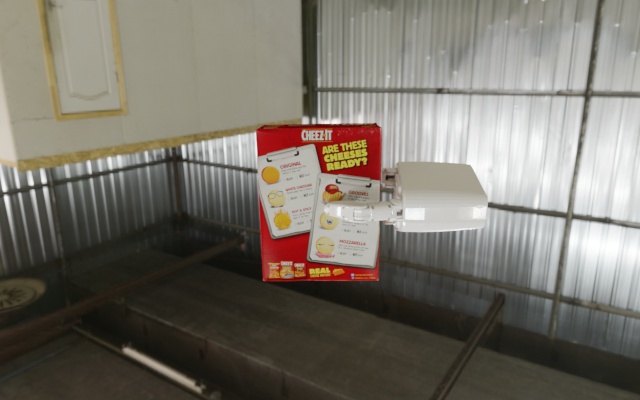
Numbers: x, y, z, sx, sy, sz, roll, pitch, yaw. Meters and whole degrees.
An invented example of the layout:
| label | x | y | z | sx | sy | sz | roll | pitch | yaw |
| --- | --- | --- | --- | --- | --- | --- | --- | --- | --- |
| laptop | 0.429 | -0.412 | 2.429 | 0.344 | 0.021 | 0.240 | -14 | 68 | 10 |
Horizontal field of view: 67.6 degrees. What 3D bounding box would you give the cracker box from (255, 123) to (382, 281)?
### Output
| label | x | y | z | sx | sy | sz | roll | pitch | yaw |
| --- | --- | --- | --- | --- | --- | --- | --- | --- | --- |
| cracker box | 0.000 | 0.002 | 0.664 | 0.164 | 0.214 | 0.072 | -1 | 15 | 1 |
